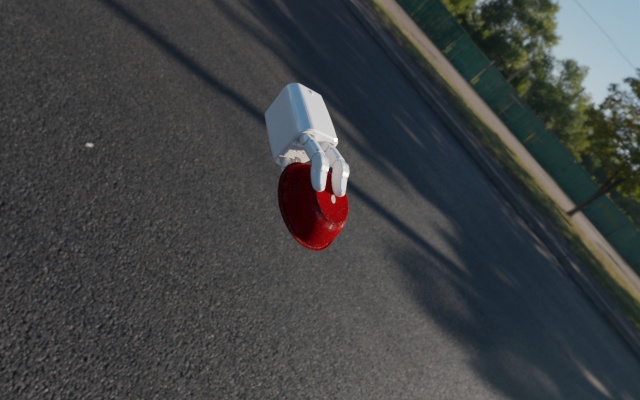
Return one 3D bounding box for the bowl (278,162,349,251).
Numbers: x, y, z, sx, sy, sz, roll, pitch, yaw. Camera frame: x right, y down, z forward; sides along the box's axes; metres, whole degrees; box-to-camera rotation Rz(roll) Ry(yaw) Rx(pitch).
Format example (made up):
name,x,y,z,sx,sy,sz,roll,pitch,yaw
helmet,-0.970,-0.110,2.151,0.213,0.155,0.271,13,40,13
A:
name,x,y,z,sx,sy,sz,roll,pitch,yaw
bowl,0.001,0.004,0.822,0.055,0.162,0.162,-18,-11,35
